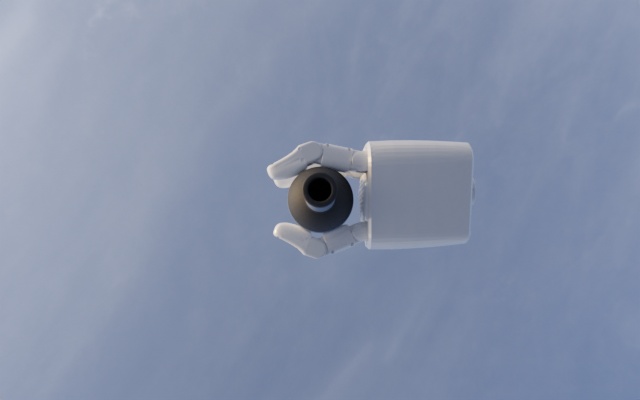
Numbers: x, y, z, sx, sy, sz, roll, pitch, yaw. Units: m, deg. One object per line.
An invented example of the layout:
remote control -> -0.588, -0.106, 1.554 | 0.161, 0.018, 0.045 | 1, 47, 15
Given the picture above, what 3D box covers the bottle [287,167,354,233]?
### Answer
bottle -> 0.000, 0.002, 0.513 | 0.069, 0.069, 0.296 | 0, -4, 0
